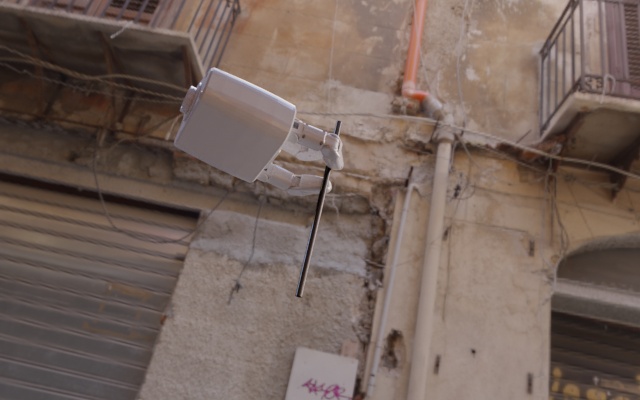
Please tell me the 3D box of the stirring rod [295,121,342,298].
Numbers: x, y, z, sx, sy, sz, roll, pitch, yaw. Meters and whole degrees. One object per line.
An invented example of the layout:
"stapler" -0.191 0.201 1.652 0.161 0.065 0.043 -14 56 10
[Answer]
"stirring rod" 0.000 0.002 0.588 0.011 0.239 0.011 11 -25 5
